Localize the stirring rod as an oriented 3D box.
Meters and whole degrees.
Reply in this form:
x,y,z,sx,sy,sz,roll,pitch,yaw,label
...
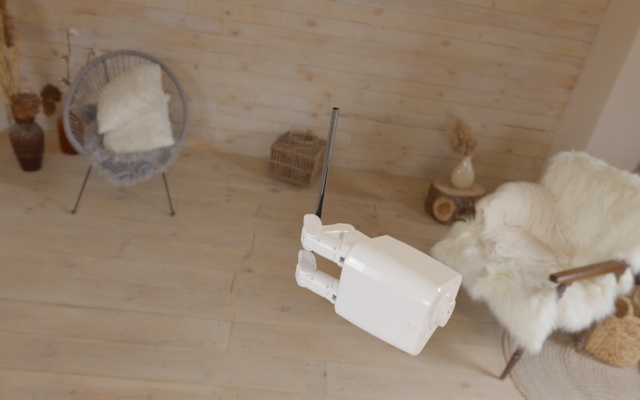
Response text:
x,y,z,sx,sy,sz,roll,pitch,yaw,label
0.000,0.002,0.592,0.011,0.240,0.011,7,28,-4,stirring rod
